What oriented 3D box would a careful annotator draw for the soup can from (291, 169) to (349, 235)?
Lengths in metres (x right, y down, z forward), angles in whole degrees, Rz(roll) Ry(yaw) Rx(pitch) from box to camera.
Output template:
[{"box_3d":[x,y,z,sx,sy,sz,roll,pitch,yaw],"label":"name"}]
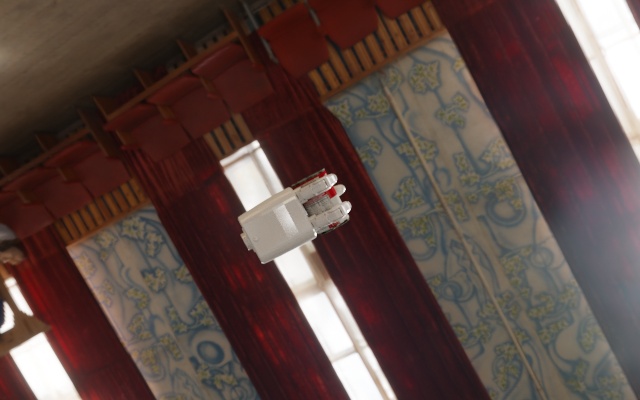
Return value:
[{"box_3d":[0.001,0.003,0.859,0.068,0.102,0.068,-28,4,2],"label":"soup can"}]
